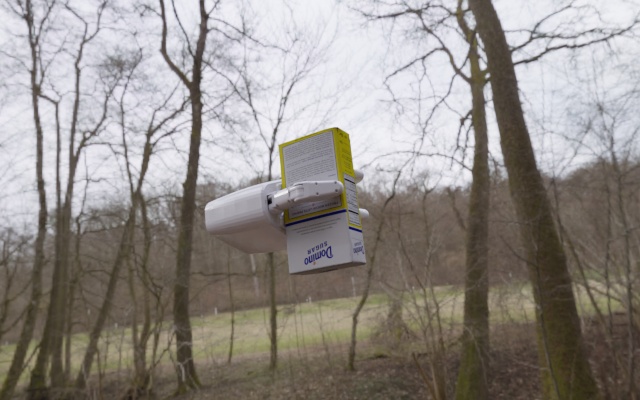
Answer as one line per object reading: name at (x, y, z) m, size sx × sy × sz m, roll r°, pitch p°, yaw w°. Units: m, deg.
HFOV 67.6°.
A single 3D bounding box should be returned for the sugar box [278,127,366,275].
sugar box at (0.000, 0.002, 0.612) m, size 0.093 × 0.176 × 0.048 m, roll -14°, pitch -15°, yaw 29°
